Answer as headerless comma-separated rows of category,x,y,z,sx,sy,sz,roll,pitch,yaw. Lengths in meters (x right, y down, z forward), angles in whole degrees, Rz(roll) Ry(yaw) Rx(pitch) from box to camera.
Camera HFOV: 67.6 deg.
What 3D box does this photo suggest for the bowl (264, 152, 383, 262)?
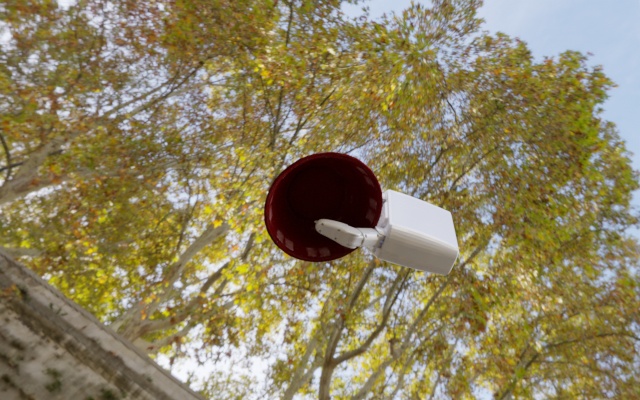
bowl,-0.001,0.001,0.652,0.162,0.162,0.055,0,25,-14
